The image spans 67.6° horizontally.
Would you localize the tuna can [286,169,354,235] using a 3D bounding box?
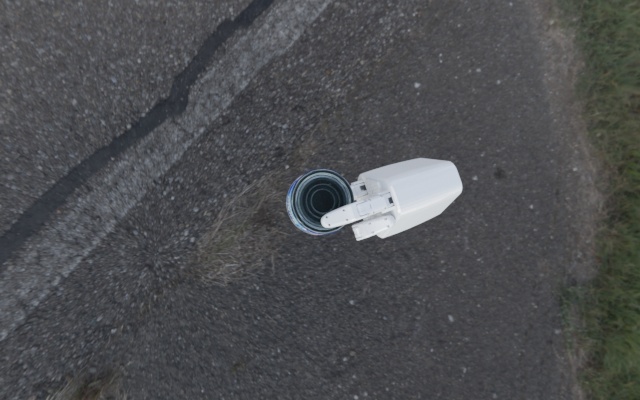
[{"bbox_3d":[0.000,0.002,0.622,0.086,0.086,0.034,0,-4,-14],"label":"tuna can"}]
